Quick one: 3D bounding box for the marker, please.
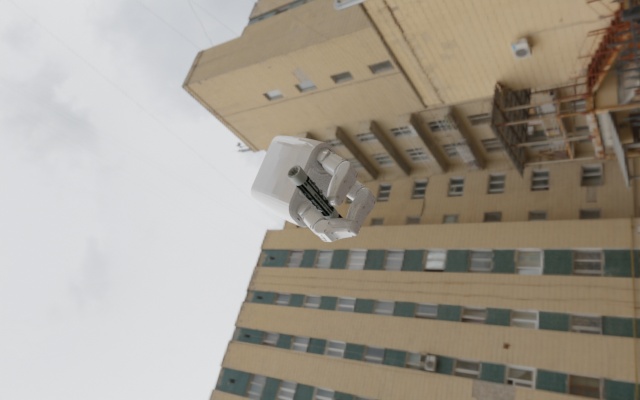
[{"bbox_3d":[0.000,0.002,0.583,0.020,0.020,0.121,0,-36,39],"label":"marker"}]
